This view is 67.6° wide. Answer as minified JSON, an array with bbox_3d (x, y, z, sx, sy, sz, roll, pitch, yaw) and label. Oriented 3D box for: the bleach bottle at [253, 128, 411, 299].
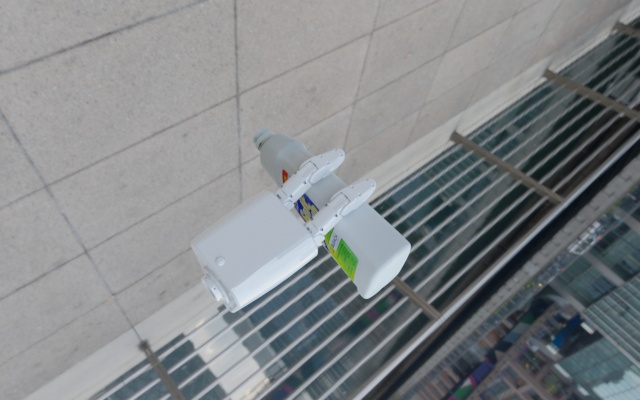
[{"bbox_3d":[0.000,0.002,0.607,0.068,0.250,0.103,-35,-23,-22],"label":"bleach bottle"}]
